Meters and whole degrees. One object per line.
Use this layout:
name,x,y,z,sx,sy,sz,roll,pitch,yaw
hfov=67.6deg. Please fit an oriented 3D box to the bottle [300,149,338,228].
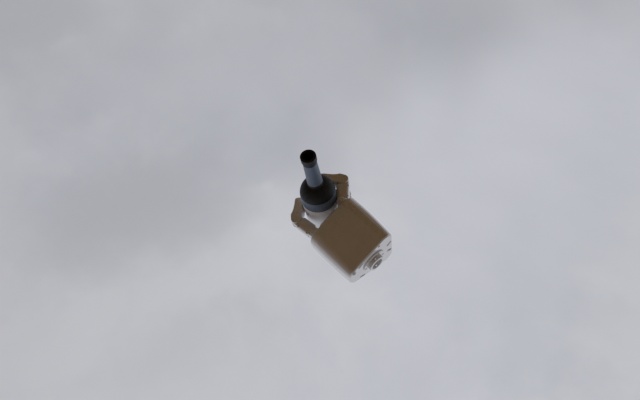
bottle,0.000,0.003,0.899,0.069,0.069,0.296,0,-31,9
